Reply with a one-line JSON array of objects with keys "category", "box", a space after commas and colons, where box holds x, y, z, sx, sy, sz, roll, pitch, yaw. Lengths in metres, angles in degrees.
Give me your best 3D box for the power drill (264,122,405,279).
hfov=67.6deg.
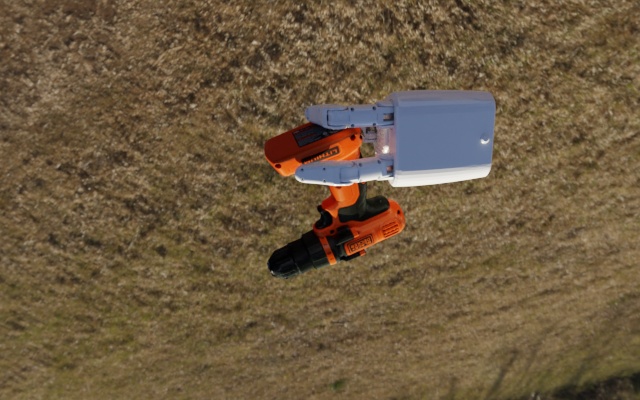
[{"category": "power drill", "box": [0.000, 0.001, 0.565, 0.184, 0.188, 0.057, -24, 41, -4]}]
